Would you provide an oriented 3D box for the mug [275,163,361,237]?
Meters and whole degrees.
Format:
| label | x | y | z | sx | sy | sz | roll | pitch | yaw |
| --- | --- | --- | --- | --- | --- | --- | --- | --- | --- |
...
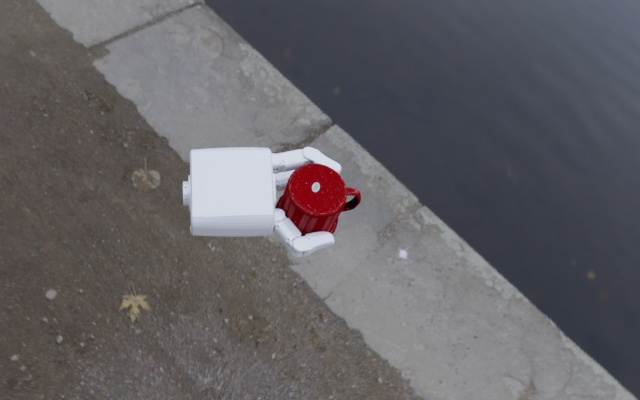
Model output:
| label | x | y | z | sx | sy | sz | roll | pitch | yaw |
| --- | --- | --- | --- | --- | --- | --- | --- | --- | --- |
| mug | 0.002 | 0.002 | 0.657 | 0.117 | 0.093 | 0.081 | -2 | -27 | -15 |
